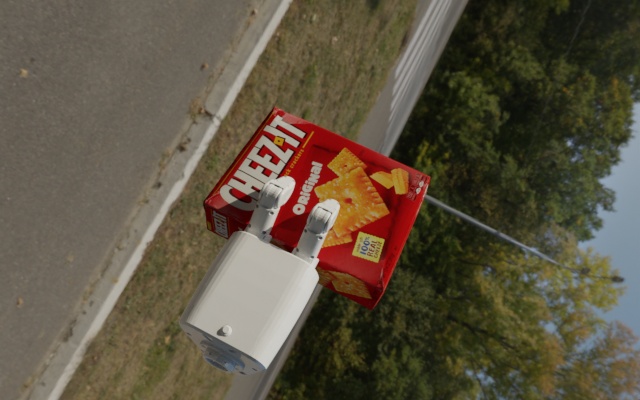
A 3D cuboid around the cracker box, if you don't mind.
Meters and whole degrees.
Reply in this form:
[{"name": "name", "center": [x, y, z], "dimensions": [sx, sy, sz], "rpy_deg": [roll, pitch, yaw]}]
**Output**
[{"name": "cracker box", "center": [0.000, 0.002, 0.555], "dimensions": [0.213, 0.164, 0.072], "rpy_deg": [26, -31, 7]}]
